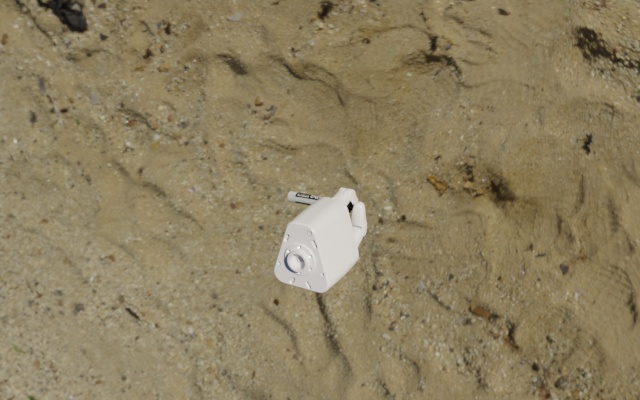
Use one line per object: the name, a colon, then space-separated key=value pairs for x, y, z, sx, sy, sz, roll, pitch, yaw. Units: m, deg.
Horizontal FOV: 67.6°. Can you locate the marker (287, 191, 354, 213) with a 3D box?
marker: x=0.000 y=0.003 z=0.810 sx=0.121 sy=0.020 sz=0.020 roll=11 pitch=4 yaw=24
